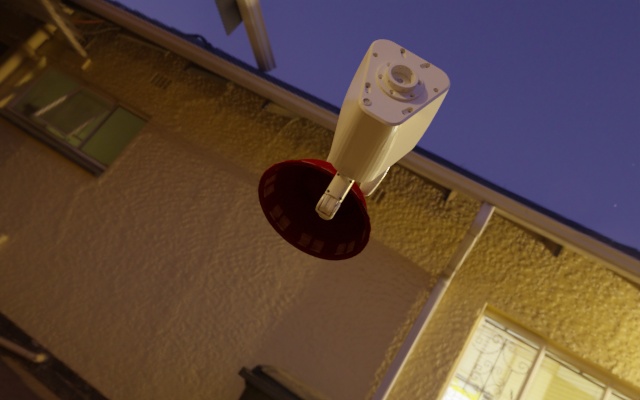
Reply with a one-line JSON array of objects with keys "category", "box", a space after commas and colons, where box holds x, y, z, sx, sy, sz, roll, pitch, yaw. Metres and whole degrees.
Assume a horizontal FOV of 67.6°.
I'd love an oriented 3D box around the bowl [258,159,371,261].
[{"category": "bowl", "box": [0.000, 0.002, 0.632, 0.162, 0.162, 0.055, 0, 36, 33]}]
